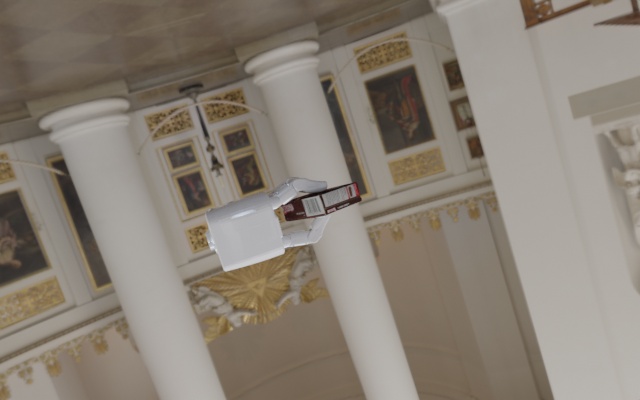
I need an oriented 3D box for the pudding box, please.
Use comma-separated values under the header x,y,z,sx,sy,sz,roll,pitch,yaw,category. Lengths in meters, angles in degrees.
x,y,z,sx,sy,sz,roll,pitch,yaw,category
0.000,0.003,0.819,0.090,0.039,0.113,-21,8,-39,pudding box
